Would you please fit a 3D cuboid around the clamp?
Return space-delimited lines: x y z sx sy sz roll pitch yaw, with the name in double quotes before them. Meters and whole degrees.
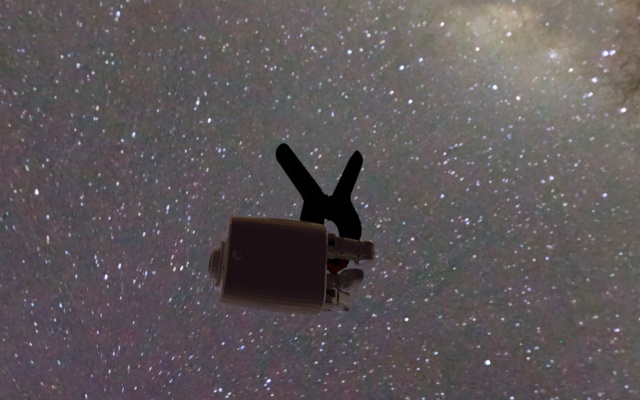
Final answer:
"clamp" 0.000 0.002 0.589 0.120 0.171 0.039 8 -30 -16
